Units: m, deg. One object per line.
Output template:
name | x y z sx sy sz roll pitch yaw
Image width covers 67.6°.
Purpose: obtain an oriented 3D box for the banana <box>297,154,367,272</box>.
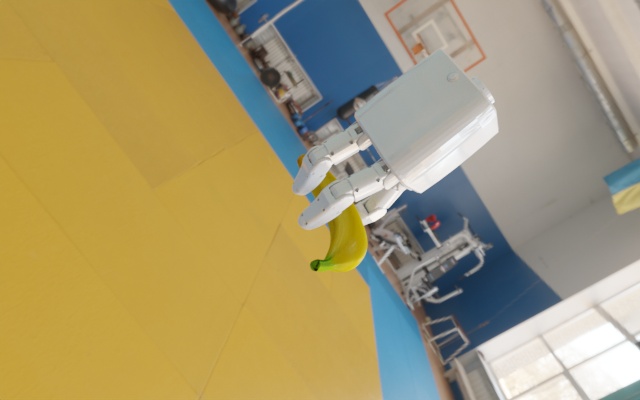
banana | 0.014 0.013 0.518 0.070 0.037 0.197 36 23 -28
